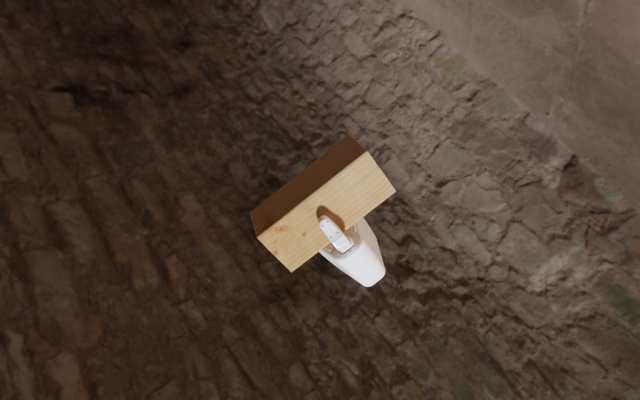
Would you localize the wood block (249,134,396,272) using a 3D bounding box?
[{"bbox_3d":[0.000,0.003,0.752,0.206,0.090,0.090,-38,29,3],"label":"wood block"}]
